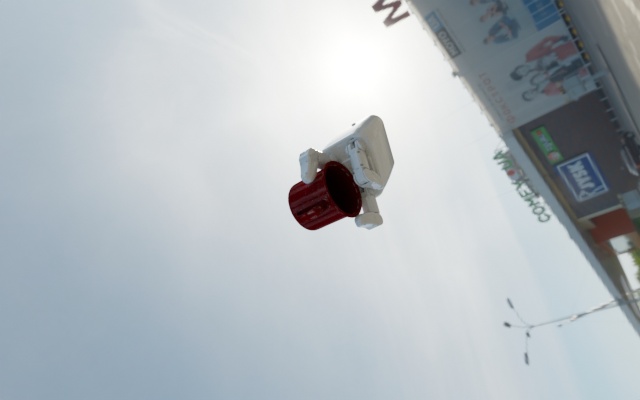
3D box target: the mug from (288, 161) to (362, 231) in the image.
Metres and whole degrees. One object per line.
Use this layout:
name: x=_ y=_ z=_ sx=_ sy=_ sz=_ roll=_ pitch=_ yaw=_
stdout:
mug: x=-0.001 y=0.003 z=0.728 sx=0.081 sy=0.093 sz=0.117 roll=-26 pitch=14 yaw=33
